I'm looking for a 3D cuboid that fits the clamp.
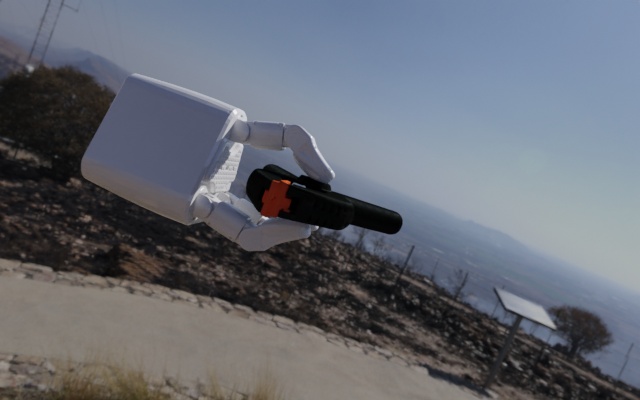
[{"bbox_3d":[0.000,0.001,0.434,0.164,0.036,0.210,20,5,5],"label":"clamp"}]
